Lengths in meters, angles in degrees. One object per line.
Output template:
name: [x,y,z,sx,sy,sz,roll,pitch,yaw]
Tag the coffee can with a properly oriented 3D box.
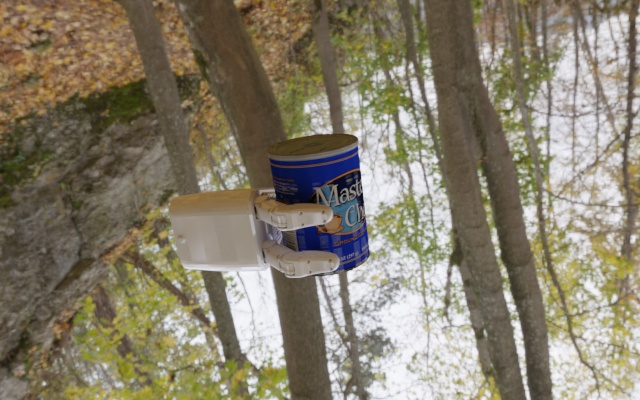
coffee can: [0.000,0.002,0.553,0.103,0.140,0.102,-7,18,2]
